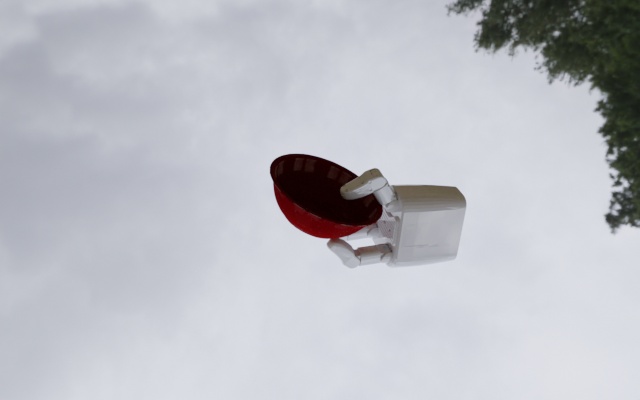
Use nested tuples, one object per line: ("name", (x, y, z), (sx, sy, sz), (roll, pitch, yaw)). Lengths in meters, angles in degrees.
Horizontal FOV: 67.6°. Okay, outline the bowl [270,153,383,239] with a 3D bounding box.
("bowl", (-0.001, 0.002, 0.645), (0.162, 0.055, 0.162), (19, 30, -11))
